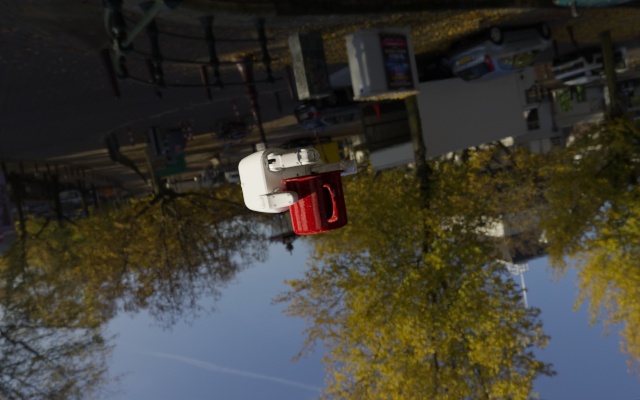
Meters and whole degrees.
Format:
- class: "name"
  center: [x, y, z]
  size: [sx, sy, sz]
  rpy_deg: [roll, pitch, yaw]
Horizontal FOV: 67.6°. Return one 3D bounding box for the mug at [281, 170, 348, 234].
- class: "mug"
  center: [0.001, 0.002, 0.688]
  size: [0.093, 0.081, 0.117]
  rpy_deg: [-12, 5, -27]
